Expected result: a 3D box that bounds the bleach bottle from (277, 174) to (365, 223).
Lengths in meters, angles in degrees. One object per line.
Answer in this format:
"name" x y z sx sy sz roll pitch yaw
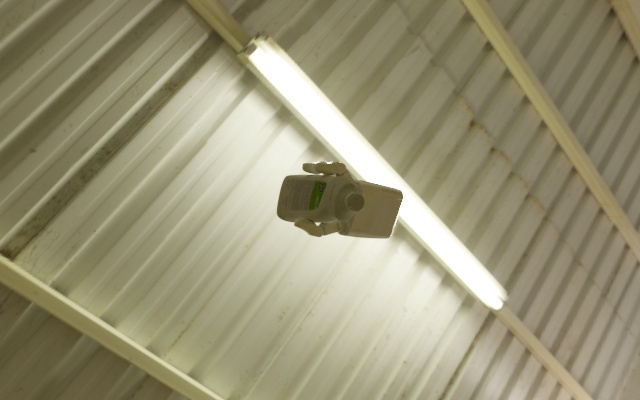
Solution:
"bleach bottle" 0.000 0.003 0.892 0.068 0.102 0.251 10 -1 -29
